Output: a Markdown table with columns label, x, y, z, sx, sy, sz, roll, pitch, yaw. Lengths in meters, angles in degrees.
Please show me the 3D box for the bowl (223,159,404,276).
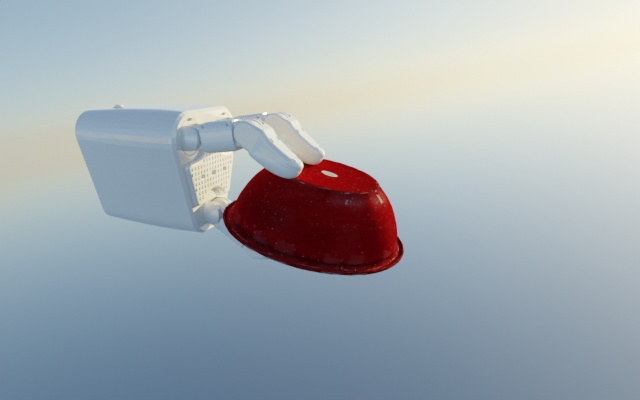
| label | x | y | z | sx | sy | sz | roll | pitch | yaw |
| --- | --- | --- | --- | --- | --- | --- | --- | --- | --- |
| bowl | 0.001 | 0.001 | 0.414 | 0.162 | 0.055 | 0.162 | 12 | 19 | -4 |
